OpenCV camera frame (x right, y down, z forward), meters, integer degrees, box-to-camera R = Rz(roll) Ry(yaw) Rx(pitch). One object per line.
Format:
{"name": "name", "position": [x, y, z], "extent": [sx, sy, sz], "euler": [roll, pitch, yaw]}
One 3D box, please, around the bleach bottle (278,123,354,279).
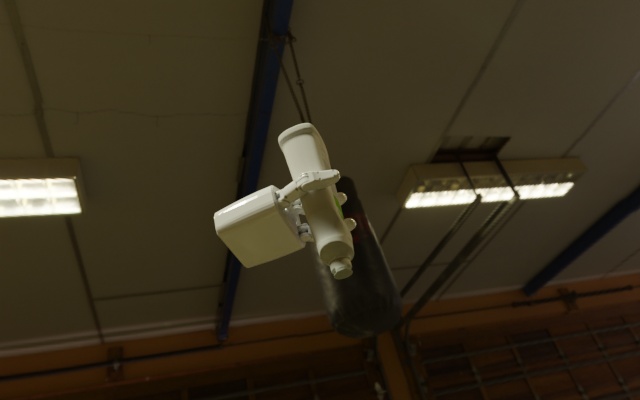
{"name": "bleach bottle", "position": [0.000, 0.002, 0.745], "extent": [0.068, 0.250, 0.103], "euler": [-23, -35, 10]}
